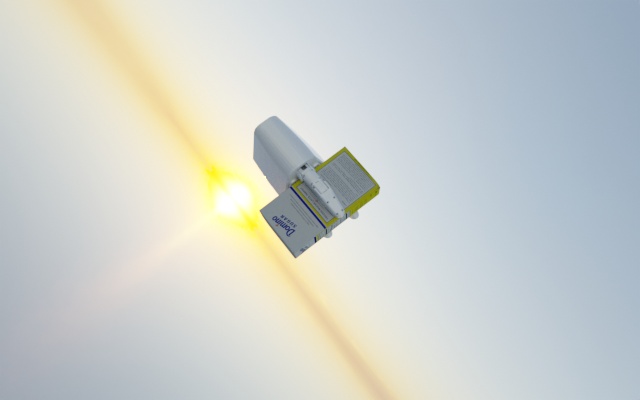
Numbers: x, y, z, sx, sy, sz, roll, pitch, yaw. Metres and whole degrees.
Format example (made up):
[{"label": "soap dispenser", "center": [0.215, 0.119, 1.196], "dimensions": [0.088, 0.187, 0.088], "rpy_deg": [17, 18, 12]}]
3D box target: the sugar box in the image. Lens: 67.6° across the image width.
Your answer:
[{"label": "sugar box", "center": [0.000, 0.003, 0.764], "dimensions": [0.176, 0.093, 0.048], "rpy_deg": [-37, -18, -8]}]
